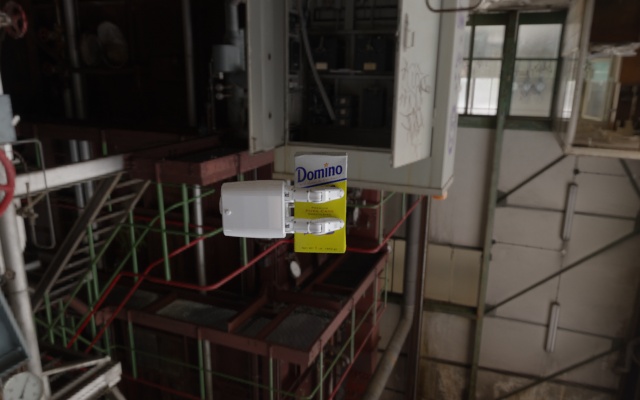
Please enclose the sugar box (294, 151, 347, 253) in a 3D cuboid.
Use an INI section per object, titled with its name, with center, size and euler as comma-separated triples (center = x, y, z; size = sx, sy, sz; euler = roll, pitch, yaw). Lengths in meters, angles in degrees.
[sugar box]
center = 0.000, 0.003, 0.846
size = 0.093, 0.176, 0.048
euler = 0, 15, 2
